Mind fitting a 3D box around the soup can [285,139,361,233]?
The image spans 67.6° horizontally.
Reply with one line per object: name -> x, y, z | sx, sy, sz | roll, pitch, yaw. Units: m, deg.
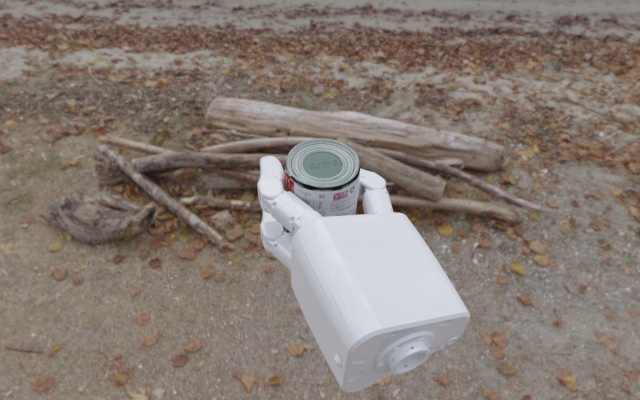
soup can -> 0.000, 0.001, 0.451 | 0.068, 0.068, 0.102 | 0, -44, -3
